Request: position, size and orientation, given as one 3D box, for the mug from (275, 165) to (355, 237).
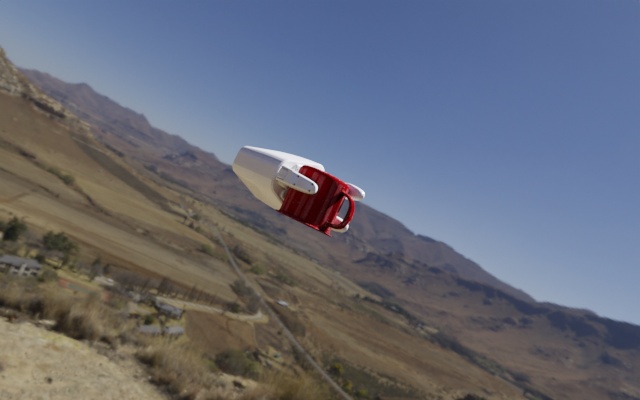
[{"bbox_3d":[0.001,0.003,0.710,0.117,0.081,0.093,23,-4,37],"label":"mug"}]
